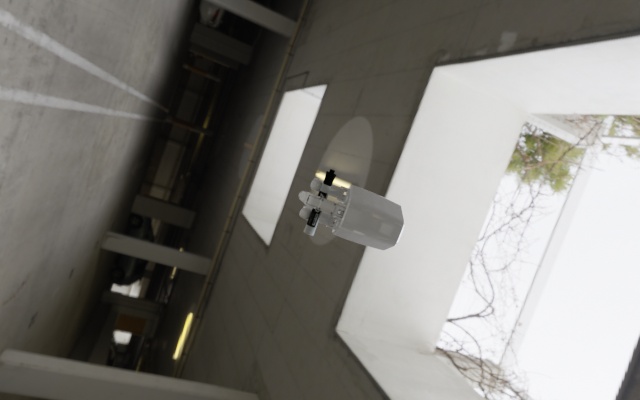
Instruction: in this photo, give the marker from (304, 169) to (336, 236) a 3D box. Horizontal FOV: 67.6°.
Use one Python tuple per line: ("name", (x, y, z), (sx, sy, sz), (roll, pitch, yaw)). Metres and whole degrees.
("marker", (0.000, 0.003, 0.839), (0.020, 0.121, 0.020), (21, 5, -2))
